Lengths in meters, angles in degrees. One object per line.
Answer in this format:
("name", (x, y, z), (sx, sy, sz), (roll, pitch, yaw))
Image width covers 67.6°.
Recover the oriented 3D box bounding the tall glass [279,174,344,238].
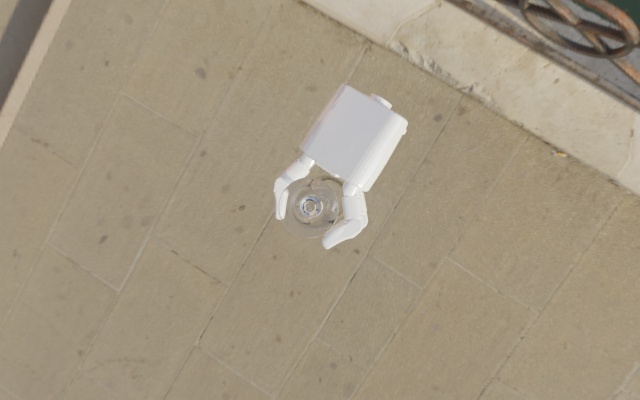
("tall glass", (0.000, 0.002, 0.676), (0.079, 0.079, 0.201), (0, 4, 8))
